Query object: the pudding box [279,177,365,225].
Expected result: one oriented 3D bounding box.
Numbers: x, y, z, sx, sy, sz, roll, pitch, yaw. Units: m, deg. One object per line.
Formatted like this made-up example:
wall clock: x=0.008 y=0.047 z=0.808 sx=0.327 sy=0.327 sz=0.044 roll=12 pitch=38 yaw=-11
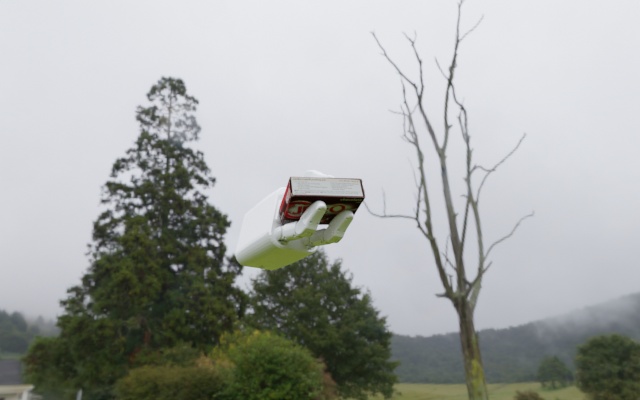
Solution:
pudding box: x=0.000 y=0.002 z=0.720 sx=0.113 sy=0.039 sz=0.090 roll=-1 pitch=-28 yaw=-16
